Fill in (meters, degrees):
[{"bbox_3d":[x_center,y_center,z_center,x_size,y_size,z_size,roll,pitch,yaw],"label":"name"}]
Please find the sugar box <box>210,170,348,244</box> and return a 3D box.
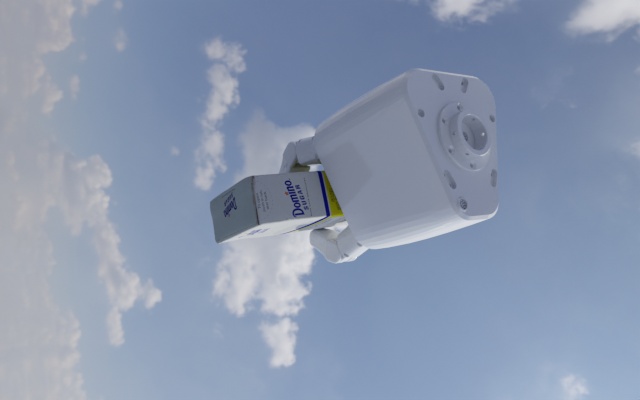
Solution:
[{"bbox_3d":[0.000,0.001,0.433,0.176,0.048,0.093,-3,-11,-34],"label":"sugar box"}]
